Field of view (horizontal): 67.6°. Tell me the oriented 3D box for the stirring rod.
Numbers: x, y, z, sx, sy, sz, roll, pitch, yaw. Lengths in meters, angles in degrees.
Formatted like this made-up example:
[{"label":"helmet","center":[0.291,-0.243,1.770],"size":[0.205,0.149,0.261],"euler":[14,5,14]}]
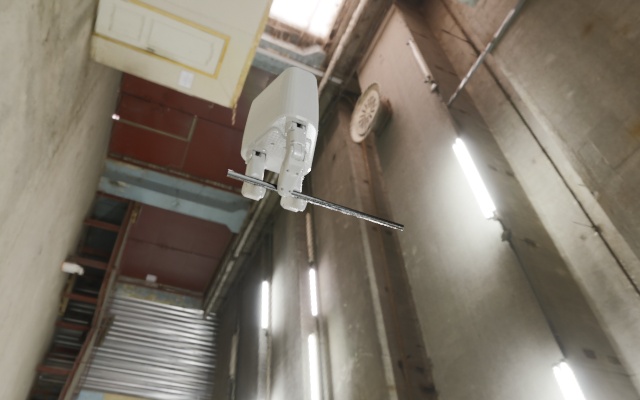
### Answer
[{"label":"stirring rod","center":[0.000,0.002,0.595],"size":[0.239,0.011,0.011],"euler":[17,-6,-19]}]
